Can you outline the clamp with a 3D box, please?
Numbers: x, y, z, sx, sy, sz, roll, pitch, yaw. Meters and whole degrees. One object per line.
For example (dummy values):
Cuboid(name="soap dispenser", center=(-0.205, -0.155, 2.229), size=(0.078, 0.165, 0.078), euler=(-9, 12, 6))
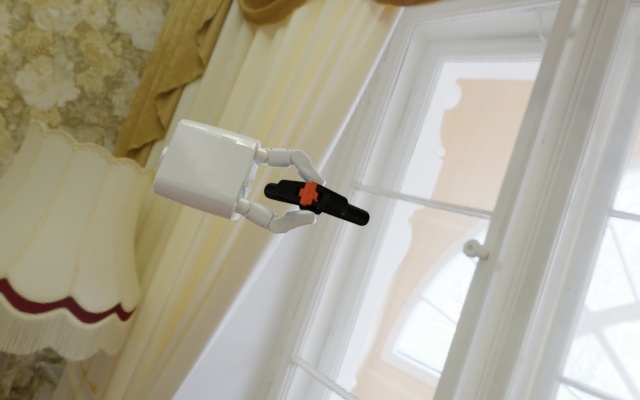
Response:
Cuboid(name="clamp", center=(0.000, 0.001, 0.636), size=(0.164, 0.036, 0.210), euler=(16, -4, -3))
